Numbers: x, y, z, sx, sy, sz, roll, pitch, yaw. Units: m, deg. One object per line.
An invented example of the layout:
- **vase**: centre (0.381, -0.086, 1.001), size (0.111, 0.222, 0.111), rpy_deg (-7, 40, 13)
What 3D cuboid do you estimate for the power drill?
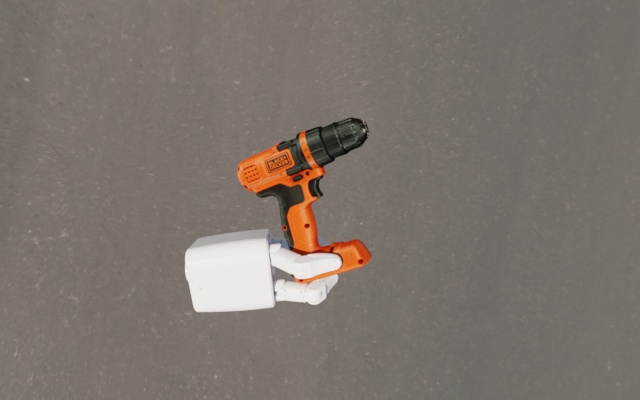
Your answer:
- **power drill**: centre (0.000, 0.003, 0.625), size (0.184, 0.187, 0.057), rpy_deg (-20, 1, 19)
